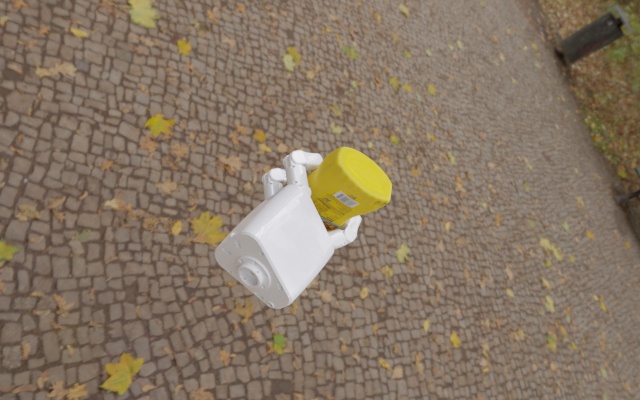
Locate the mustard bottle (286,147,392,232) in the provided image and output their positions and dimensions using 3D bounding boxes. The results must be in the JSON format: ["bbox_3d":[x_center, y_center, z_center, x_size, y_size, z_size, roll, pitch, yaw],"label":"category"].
[{"bbox_3d":[0.000,0.002,0.664,0.096,0.058,0.192,33,-41,-25],"label":"mustard bottle"}]
